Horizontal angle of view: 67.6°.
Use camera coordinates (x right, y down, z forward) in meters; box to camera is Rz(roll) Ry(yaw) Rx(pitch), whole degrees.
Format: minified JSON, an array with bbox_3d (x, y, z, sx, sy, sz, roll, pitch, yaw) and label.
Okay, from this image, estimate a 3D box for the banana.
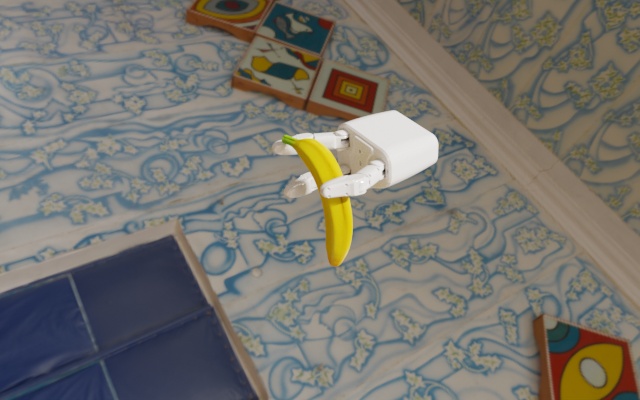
[{"bbox_3d":[0.010,-0.002,0.644,0.037,0.198,0.069,-25,10,-35],"label":"banana"}]
